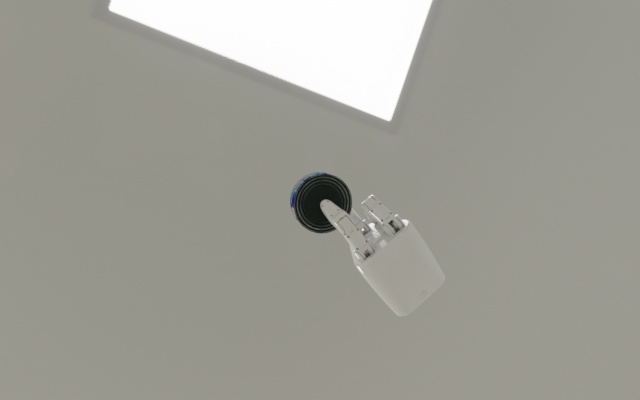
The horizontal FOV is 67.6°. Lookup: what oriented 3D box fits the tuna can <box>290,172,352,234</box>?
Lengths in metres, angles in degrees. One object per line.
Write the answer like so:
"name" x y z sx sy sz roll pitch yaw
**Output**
"tuna can" 0.000 0.002 0.689 0.086 0.086 0.033 0 10 -15
